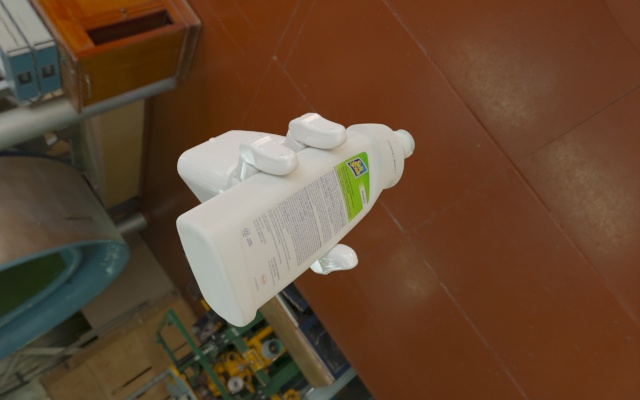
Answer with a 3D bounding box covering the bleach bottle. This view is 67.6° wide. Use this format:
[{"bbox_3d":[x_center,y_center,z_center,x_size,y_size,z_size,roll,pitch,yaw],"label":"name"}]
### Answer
[{"bbox_3d":[0.000,0.001,0.441,0.250,0.103,0.068,-32,33,-33],"label":"bleach bottle"}]
